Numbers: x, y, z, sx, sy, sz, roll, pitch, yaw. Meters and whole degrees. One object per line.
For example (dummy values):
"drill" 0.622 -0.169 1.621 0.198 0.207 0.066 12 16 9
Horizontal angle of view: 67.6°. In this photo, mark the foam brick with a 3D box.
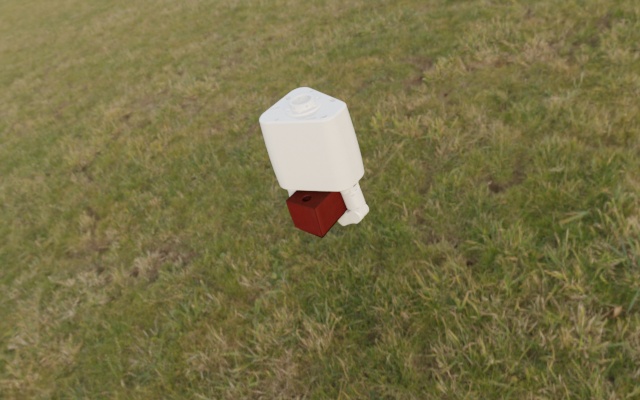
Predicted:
"foam brick" 0.000 0.002 0.655 0.053 0.051 0.078 16 49 36
